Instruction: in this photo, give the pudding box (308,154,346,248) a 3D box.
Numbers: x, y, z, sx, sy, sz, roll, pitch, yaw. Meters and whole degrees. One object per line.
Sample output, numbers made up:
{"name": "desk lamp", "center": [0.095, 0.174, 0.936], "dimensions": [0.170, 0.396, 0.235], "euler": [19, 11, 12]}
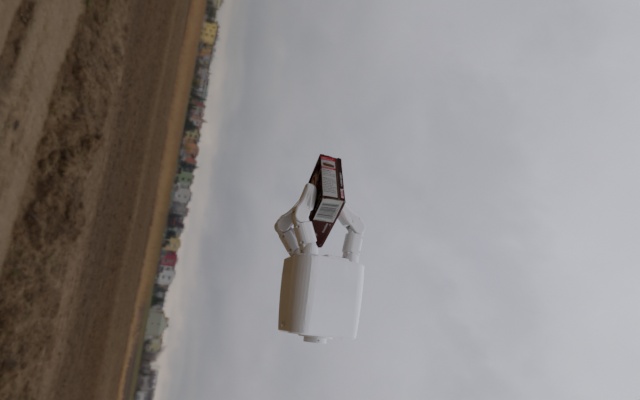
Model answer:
{"name": "pudding box", "center": [0.000, 0.002, 0.713], "dimensions": [0.039, 0.090, 0.114], "euler": [11, -44, -16]}
